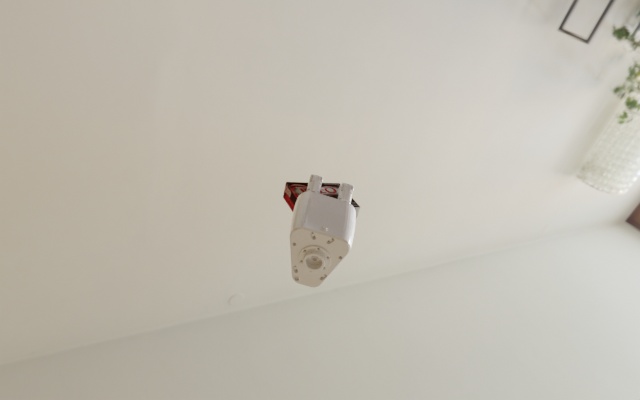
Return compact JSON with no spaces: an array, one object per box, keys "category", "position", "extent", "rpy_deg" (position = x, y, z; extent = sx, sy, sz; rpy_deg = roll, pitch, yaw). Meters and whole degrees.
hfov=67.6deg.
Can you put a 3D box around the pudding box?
[{"category":"pudding box","position":[0.000,0.003,0.851],"extent":[0.113,0.039,0.090],"rpy_deg":[2,30,-28]}]
